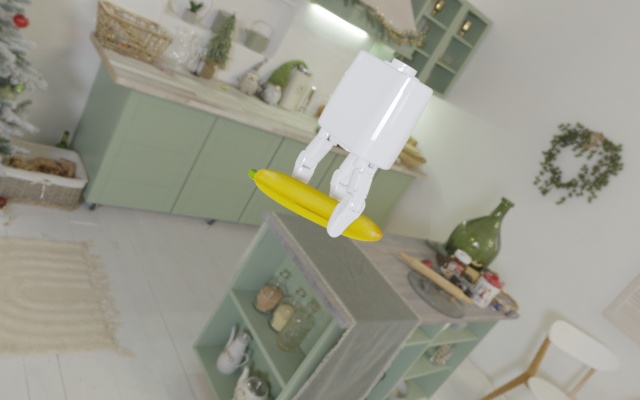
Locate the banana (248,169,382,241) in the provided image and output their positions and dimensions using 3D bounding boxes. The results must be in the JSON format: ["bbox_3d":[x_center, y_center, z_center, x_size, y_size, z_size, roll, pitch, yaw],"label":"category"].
[{"bbox_3d":[-0.004,0.005,0.609,0.198,0.037,0.069,28,13,-3],"label":"banana"}]
